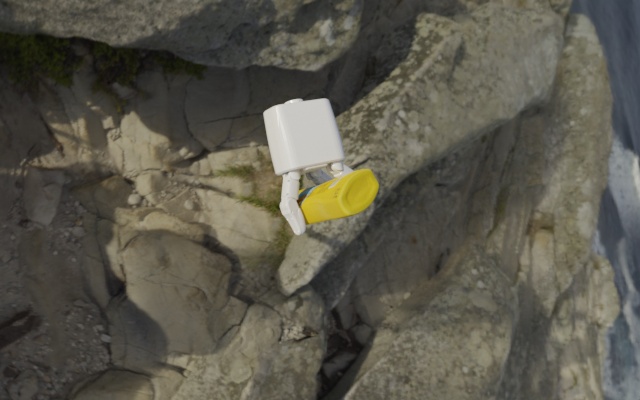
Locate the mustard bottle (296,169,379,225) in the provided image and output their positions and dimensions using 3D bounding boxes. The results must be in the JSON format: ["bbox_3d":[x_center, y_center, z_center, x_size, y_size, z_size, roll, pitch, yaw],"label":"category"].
[{"bbox_3d":[0.000,0.003,0.787,0.191,0.058,0.096,-15,22,49],"label":"mustard bottle"}]
